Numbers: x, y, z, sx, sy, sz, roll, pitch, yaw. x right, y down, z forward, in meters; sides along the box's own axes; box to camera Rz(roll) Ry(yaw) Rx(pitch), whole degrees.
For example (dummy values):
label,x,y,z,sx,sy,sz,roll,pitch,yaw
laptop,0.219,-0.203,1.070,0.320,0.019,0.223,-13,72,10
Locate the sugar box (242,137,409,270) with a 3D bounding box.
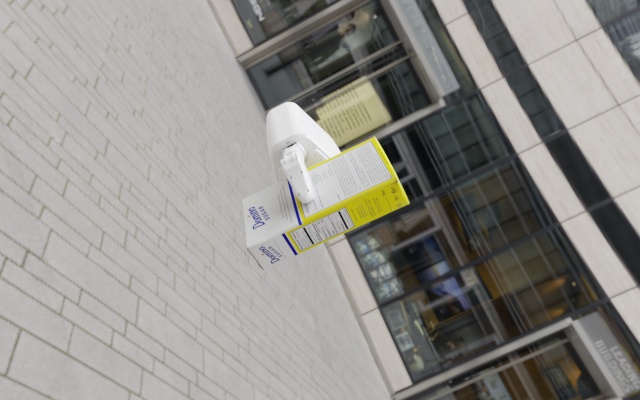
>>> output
label,x,y,z,sx,sy,sz,roll,pitch,yaw
sugar box,0.000,0.002,0.538,0.176,0.048,0.093,-26,37,7
